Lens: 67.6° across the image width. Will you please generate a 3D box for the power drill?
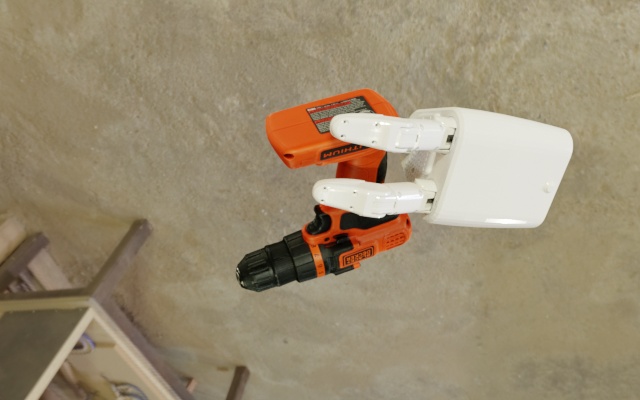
[{"bbox_3d":[0.000,0.001,0.434,0.184,0.057,0.188,-19,-40,-13],"label":"power drill"}]
